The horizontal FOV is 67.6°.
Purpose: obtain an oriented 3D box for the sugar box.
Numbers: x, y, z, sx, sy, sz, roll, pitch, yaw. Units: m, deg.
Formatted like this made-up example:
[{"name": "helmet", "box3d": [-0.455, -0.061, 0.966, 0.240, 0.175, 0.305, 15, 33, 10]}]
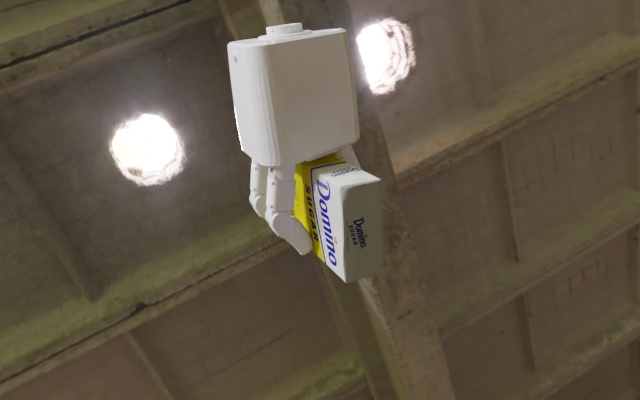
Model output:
[{"name": "sugar box", "box3d": [0.000, 0.002, 0.482, 0.048, 0.093, 0.176, -12, 22, -20]}]
